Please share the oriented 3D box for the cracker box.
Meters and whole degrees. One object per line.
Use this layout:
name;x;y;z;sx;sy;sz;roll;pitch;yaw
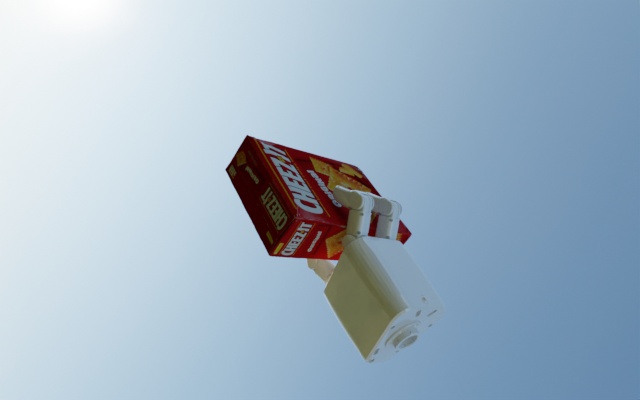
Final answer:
cracker box;0.000;0.002;0.651;0.214;0.072;0.164;11;33;-42
